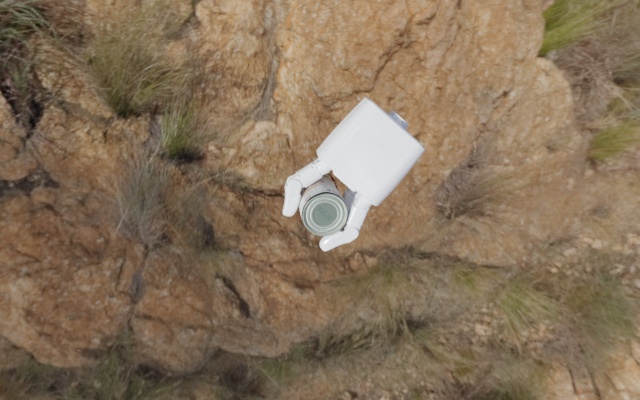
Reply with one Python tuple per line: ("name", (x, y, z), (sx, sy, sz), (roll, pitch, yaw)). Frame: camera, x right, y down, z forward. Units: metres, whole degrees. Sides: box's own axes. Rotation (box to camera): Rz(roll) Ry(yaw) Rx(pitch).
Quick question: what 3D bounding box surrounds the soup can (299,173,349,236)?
("soup can", (0.000, 0.003, 0.710), (0.068, 0.068, 0.102), (0, 21, -9))
